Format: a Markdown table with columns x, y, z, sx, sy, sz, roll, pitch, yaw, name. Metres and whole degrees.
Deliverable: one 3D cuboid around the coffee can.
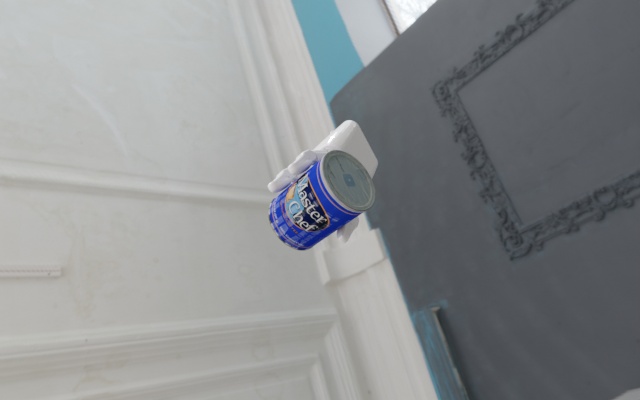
| x | y | z | sx | sy | sz | roll | pitch | yaw | name |
| --- | --- | --- | --- | --- | --- | --- | --- | --- | --- |
| 0.000 | 0.002 | 0.735 | 0.103 | 0.102 | 0.140 | 0 | -28 | -44 | coffee can |
